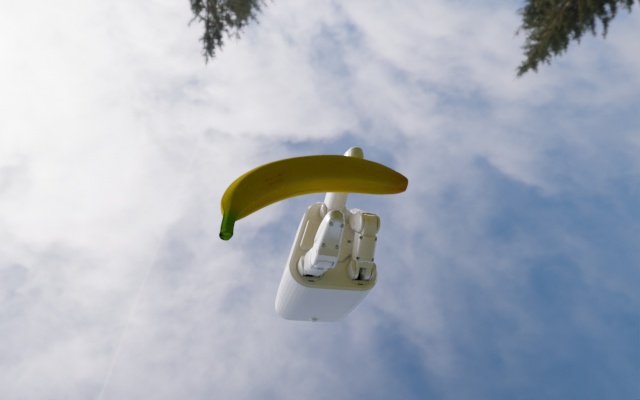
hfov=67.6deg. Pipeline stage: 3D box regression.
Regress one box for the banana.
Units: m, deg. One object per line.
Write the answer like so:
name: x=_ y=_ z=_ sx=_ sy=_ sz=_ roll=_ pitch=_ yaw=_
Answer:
banana: x=-0.011 y=-0.012 z=0.441 sx=0.198 sy=0.069 sz=0.037 roll=-16 pitch=-28 yaw=-28
